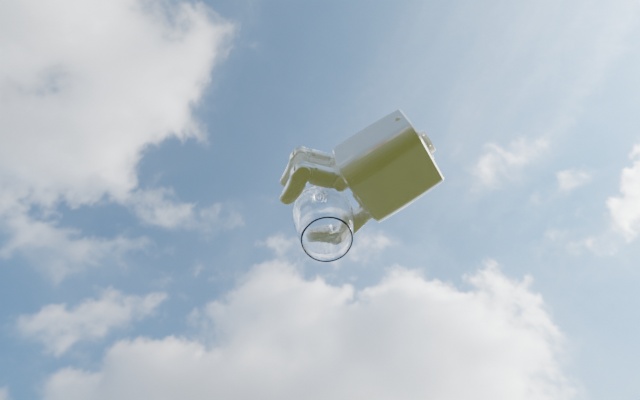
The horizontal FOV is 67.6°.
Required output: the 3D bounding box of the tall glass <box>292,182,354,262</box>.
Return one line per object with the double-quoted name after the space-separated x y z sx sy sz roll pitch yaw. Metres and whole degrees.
0.000 0.002 0.644 0.079 0.079 0.201 0 27 -5 "tall glass"
